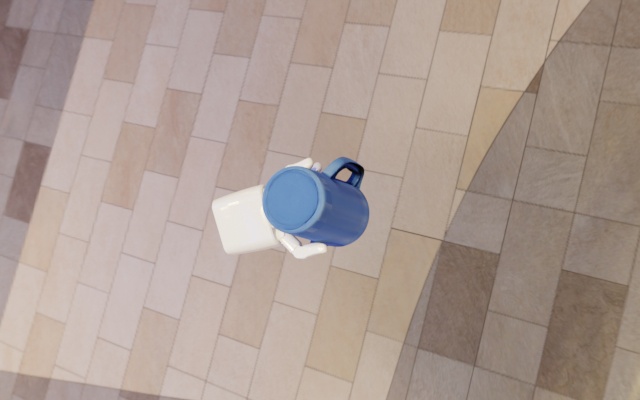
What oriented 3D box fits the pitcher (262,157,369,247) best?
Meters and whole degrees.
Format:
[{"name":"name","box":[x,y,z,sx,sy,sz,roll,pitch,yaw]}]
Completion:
[{"name":"pitcher","box":[0.000,0.003,0.847,0.145,0.149,0.243,-13,-11,17]}]
